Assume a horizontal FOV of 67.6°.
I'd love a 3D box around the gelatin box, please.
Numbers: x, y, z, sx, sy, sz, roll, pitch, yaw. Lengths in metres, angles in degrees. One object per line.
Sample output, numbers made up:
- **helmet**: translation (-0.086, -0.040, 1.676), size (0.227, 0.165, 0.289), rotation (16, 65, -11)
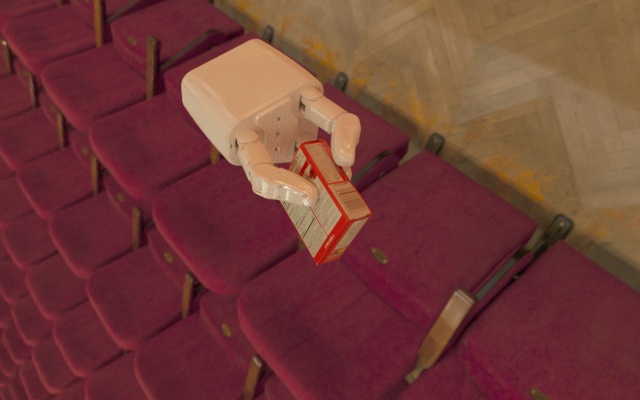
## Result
- **gelatin box**: translation (0.000, 0.002, 0.432), size (0.030, 0.089, 0.073), rotation (-13, -31, -35)
